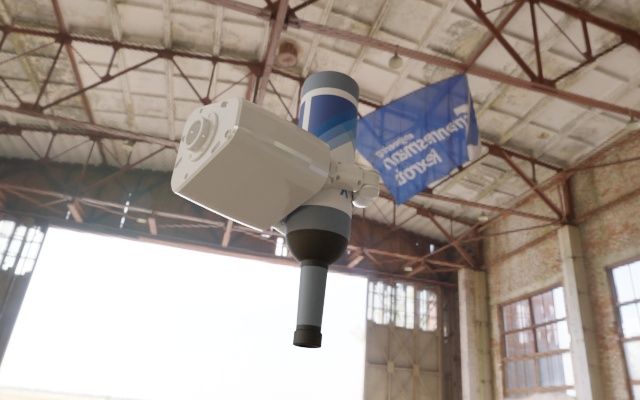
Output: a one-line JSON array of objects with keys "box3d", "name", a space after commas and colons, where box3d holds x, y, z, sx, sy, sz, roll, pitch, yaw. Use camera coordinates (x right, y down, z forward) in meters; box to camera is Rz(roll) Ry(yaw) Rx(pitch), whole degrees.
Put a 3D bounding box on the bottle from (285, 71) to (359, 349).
[{"box3d": [0.000, 0.001, 0.501, 0.069, 0.295, 0.069, 4, -25, 2], "name": "bottle"}]
